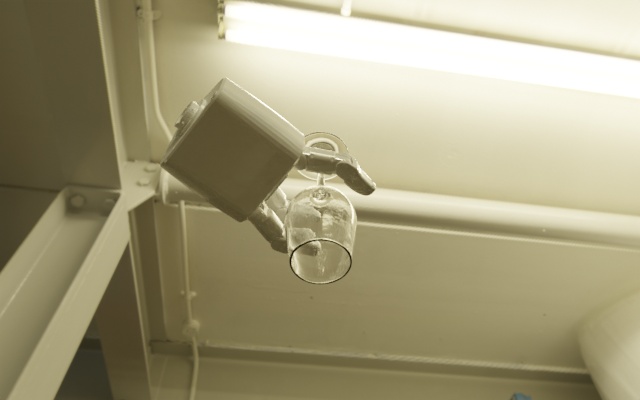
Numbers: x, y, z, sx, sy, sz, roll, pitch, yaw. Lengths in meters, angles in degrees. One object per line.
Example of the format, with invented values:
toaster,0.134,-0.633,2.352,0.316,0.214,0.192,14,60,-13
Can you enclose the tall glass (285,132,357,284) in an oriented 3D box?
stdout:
tall glass,0.000,0.001,0.547,0.079,0.079,0.201,0,37,0
